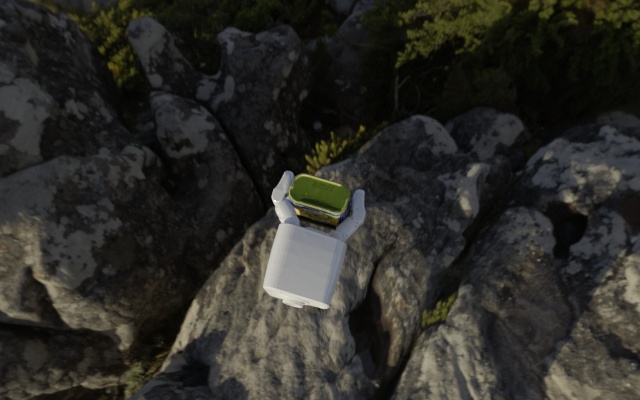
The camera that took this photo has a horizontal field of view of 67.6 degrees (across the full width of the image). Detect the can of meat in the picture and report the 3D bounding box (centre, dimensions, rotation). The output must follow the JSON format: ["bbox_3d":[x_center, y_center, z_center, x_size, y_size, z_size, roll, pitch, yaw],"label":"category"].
[{"bbox_3d":[0.000,0.002,0.788,0.102,0.057,0.084,16,-19,8],"label":"can of meat"}]
